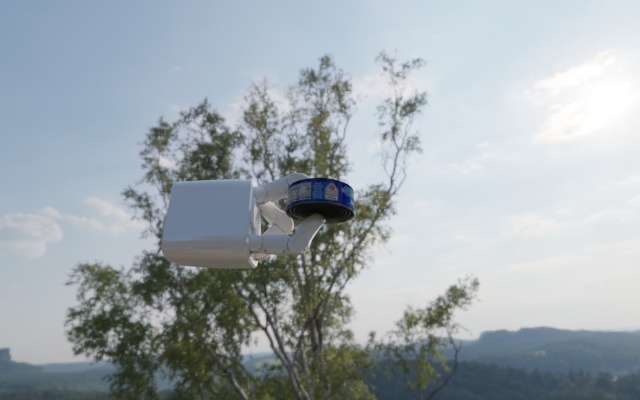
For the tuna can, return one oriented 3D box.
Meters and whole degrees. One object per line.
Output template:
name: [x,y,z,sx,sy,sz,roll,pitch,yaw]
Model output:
tuna can: [0.000,0.001,0.600,0.086,0.033,0.086,2,-19,1]
